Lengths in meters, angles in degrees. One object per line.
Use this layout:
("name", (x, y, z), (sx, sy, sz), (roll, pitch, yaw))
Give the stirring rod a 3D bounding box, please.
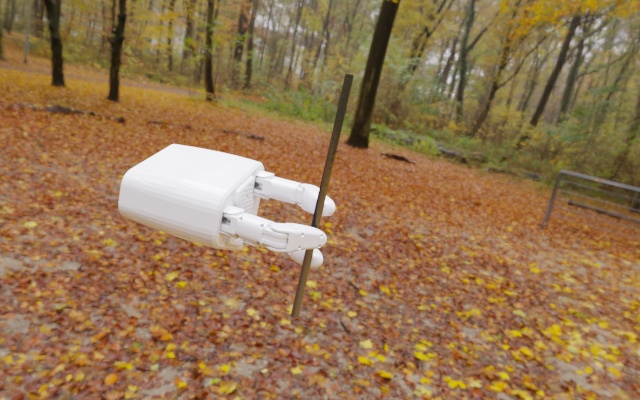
("stirring rod", (0.000, 0.002, 0.455), (0.011, 0.239, 0.011), (12, 12, -3))
